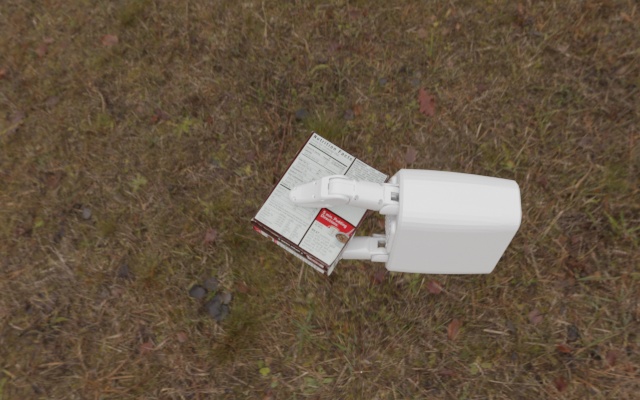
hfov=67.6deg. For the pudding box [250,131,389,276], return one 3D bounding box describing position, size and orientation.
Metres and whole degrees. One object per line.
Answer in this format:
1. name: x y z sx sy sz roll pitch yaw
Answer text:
1. pudding box: 0.000 0.001 0.465 0.090 0.113 0.039 32 -18 7
